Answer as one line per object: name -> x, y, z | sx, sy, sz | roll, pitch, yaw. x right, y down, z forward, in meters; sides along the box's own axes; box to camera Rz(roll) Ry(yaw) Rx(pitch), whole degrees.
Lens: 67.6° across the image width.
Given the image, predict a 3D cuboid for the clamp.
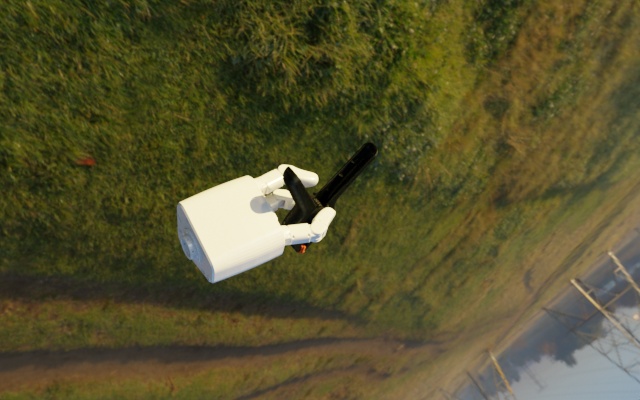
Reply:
clamp -> 0.000, 0.003, 0.709 | 0.164, 0.036, 0.210 | -24, -30, -31
